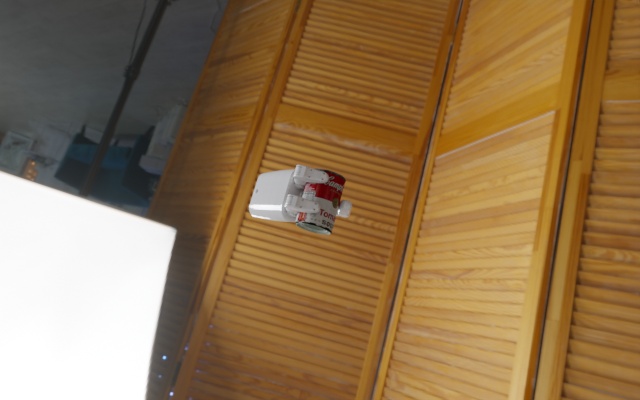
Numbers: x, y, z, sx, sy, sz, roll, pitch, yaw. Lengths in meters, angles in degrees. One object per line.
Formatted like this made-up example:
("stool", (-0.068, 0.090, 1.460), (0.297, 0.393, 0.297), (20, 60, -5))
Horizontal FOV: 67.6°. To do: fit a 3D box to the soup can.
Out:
("soup can", (0.000, 0.003, 0.847), (0.068, 0.102, 0.068), (14, -14, 4))
